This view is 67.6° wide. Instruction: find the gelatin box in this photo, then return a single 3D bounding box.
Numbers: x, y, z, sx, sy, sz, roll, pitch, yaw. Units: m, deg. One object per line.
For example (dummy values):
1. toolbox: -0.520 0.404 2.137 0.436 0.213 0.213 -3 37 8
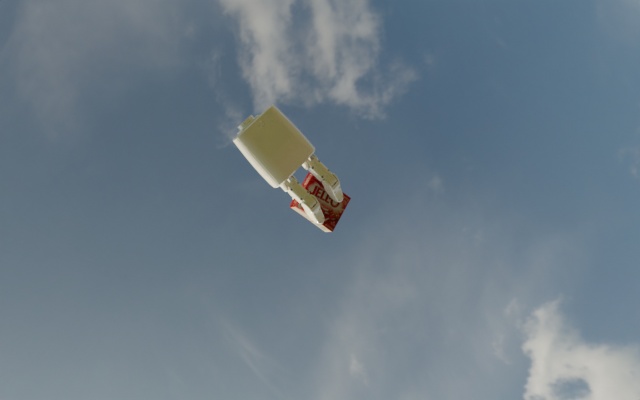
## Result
1. gelatin box: 0.000 0.003 0.846 0.089 0.073 0.030 36 -18 -21
